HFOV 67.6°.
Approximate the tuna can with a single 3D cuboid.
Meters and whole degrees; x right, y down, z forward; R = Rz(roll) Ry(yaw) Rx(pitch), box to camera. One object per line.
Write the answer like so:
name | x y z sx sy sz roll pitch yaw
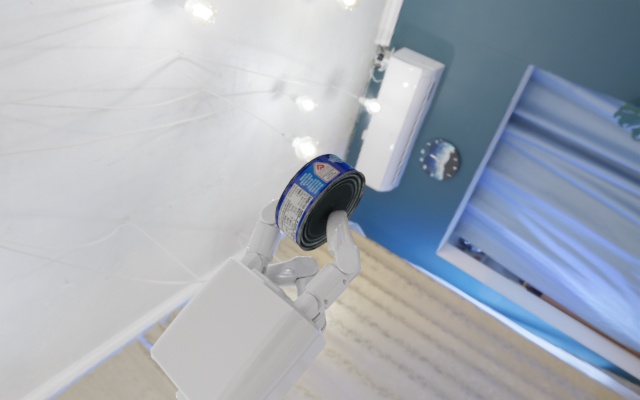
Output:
tuna can | 0.000 0.001 0.428 0.033 0.086 0.086 38 17 23
